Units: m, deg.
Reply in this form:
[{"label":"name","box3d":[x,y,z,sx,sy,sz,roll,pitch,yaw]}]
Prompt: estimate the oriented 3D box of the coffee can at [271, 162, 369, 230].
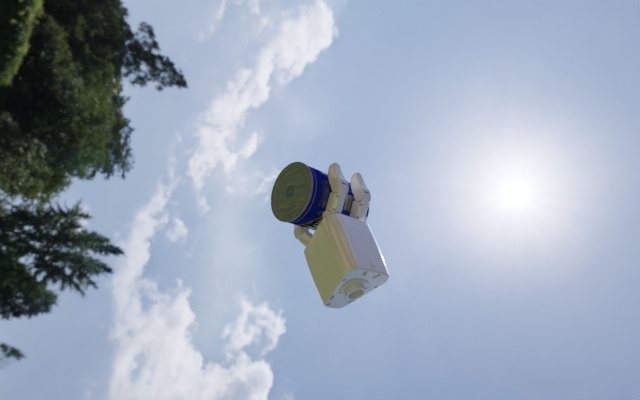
[{"label":"coffee can","box3d":[0.000,0.003,0.825,0.140,0.103,0.103,19,-13,-39]}]
